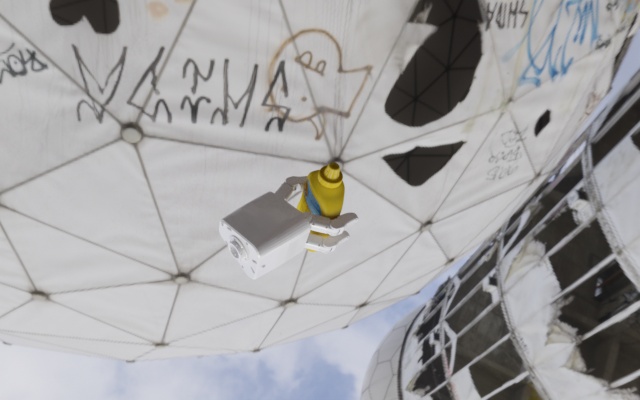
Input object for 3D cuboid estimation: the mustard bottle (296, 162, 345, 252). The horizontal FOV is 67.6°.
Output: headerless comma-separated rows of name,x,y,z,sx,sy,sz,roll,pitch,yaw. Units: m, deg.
mustard bottle,0.000,0.003,0.838,0.058,0.096,0.192,-7,-35,-21
